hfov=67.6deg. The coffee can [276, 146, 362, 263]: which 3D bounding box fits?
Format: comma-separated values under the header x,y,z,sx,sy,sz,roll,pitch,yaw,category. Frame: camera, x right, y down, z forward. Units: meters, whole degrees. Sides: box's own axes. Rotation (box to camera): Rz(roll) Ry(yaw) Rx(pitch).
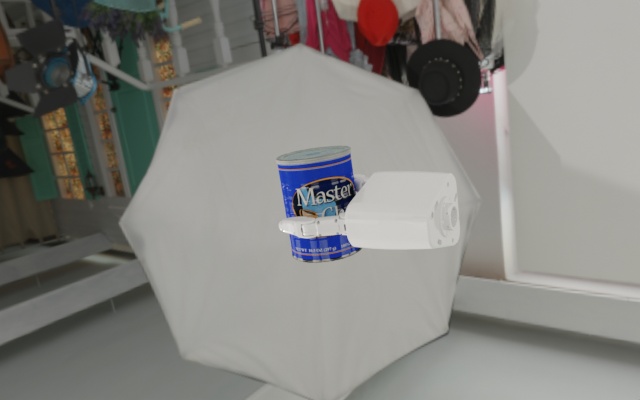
x,y,z,sx,sy,sz,roll,pitch,yaw,category
0.000,0.002,0.662,0.103,0.140,0.102,-8,13,2,coffee can
